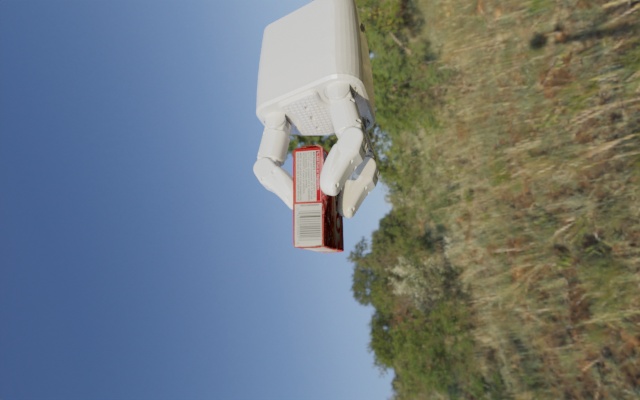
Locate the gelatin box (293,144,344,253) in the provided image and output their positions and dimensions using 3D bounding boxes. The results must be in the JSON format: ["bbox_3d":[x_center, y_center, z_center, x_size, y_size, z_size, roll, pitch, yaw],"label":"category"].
[{"bbox_3d":[0.000,0.002,0.437,0.030,0.089,0.073,-3,-10,16],"label":"gelatin box"}]
